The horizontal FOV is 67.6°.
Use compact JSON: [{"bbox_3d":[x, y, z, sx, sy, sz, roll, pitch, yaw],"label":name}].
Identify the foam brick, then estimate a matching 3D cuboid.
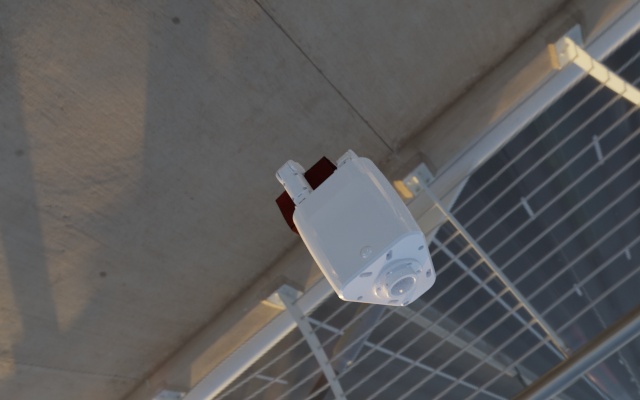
[{"bbox_3d":[0.000,0.002,0.526,0.053,0.078,0.051,37,16,-46],"label":"foam brick"}]
